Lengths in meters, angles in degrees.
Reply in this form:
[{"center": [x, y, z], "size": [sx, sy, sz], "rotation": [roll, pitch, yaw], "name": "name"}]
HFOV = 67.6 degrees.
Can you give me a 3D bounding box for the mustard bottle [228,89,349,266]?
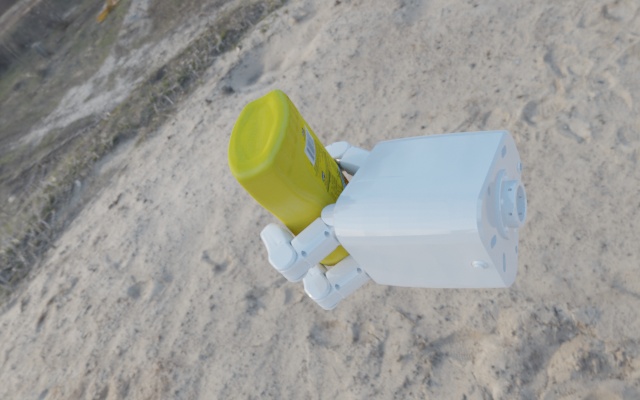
[{"center": [0.000, 0.001, 0.416], "size": [0.058, 0.096, 0.192], "rotation": [-24, -47, 20], "name": "mustard bottle"}]
